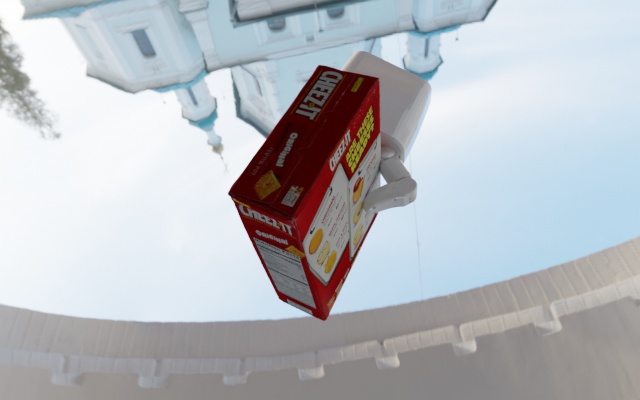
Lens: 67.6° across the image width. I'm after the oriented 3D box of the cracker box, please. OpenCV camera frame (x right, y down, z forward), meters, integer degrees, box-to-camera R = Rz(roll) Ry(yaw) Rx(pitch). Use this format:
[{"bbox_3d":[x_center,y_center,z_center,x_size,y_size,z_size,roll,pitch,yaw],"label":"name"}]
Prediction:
[{"bbox_3d":[0.000,0.002,0.483,0.072,0.164,0.214,19,-29,20],"label":"cracker box"}]
